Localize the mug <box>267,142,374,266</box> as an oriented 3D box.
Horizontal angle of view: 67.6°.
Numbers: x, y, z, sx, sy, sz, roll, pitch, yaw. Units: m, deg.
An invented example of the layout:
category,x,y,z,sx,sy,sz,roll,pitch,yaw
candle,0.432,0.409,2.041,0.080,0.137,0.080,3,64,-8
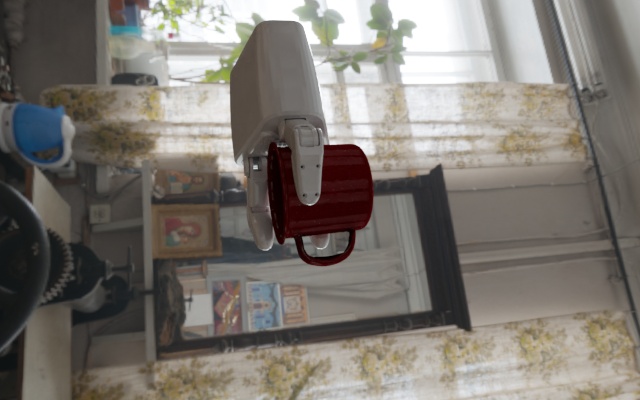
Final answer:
category,x,y,z,sx,sy,sz,roll,pitch,yaw
mug,0.001,0.003,0.434,0.081,0.117,0.093,-5,-19,-14
